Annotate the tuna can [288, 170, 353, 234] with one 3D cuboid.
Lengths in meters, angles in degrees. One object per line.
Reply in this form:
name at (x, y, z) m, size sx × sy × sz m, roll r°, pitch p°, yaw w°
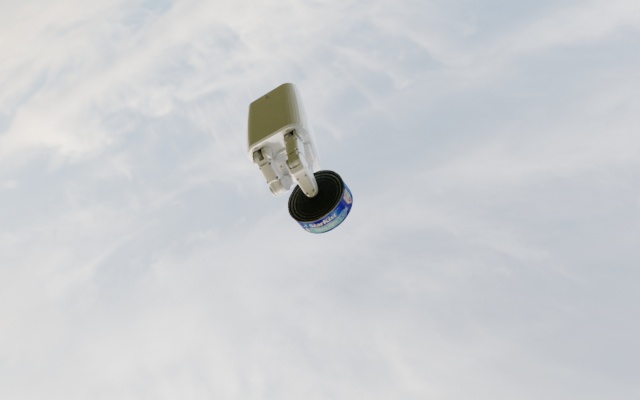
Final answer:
tuna can at (0.000, 0.003, 0.651) m, size 0.086 × 0.086 × 0.034 m, roll 0°, pitch -34°, yaw 35°
